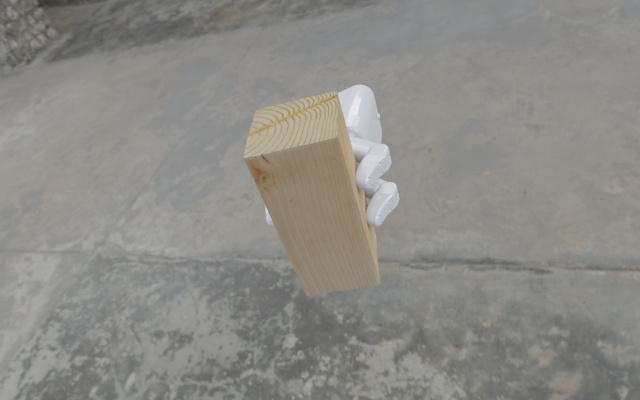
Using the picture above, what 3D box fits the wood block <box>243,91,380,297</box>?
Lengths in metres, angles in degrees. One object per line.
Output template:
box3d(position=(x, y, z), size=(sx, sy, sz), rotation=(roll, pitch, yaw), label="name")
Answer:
box3d(position=(0.000, 0.001, 0.520), size=(0.091, 0.206, 0.090), rotation=(-11, 39, 11), label="wood block")
